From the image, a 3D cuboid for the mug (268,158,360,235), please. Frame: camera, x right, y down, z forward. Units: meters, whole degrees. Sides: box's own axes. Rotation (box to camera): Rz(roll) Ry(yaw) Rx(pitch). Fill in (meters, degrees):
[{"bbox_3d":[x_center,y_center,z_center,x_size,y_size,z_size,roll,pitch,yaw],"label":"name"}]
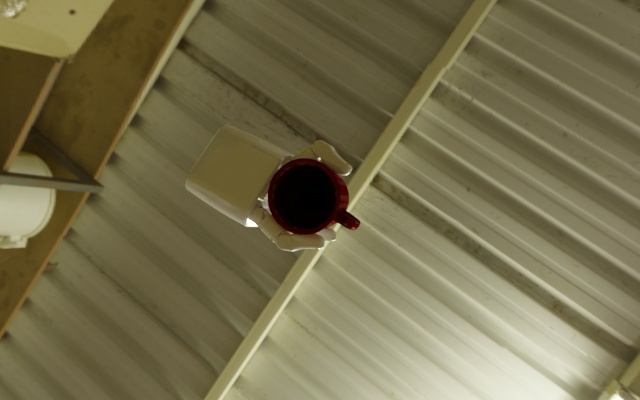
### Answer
[{"bbox_3d":[0.001,0.003,0.610,0.117,0.093,0.081,29,6,14],"label":"mug"}]
